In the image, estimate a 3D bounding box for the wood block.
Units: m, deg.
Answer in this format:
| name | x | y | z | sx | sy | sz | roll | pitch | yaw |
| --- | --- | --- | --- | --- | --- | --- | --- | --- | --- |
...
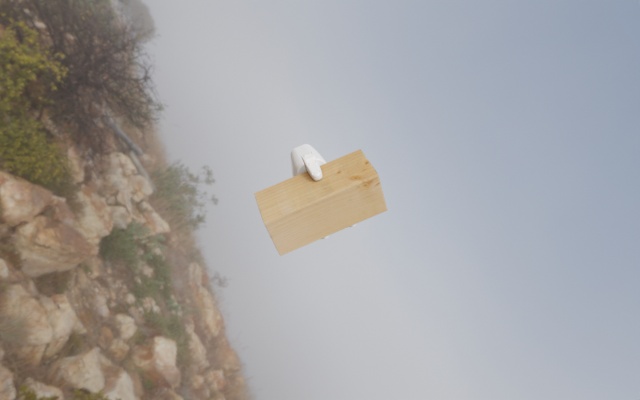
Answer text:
| name | x | y | z | sx | sy | sz | roll | pitch | yaw |
| --- | --- | --- | --- | --- | --- | --- | --- | --- | --- |
| wood block | 0.000 | 0.002 | 0.844 | 0.206 | 0.091 | 0.090 | -23 | 41 | -3 |
